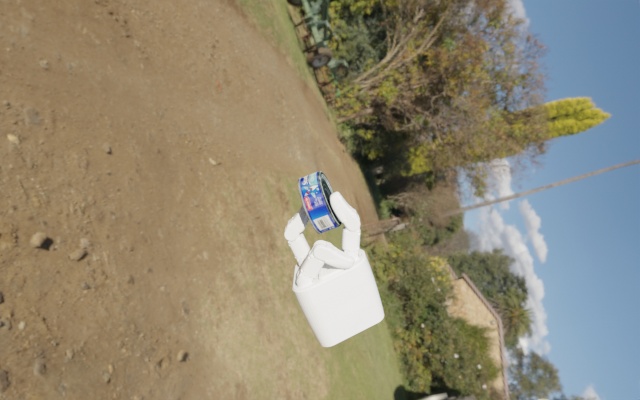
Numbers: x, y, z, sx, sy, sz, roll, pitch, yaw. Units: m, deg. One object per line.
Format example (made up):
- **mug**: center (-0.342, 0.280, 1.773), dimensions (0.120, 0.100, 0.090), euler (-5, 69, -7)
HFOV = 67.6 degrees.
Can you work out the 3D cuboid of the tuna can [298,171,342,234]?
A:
- **tuna can**: center (0.001, 0.002, 0.683), dimensions (0.034, 0.086, 0.086), euler (-21, -4, 11)
